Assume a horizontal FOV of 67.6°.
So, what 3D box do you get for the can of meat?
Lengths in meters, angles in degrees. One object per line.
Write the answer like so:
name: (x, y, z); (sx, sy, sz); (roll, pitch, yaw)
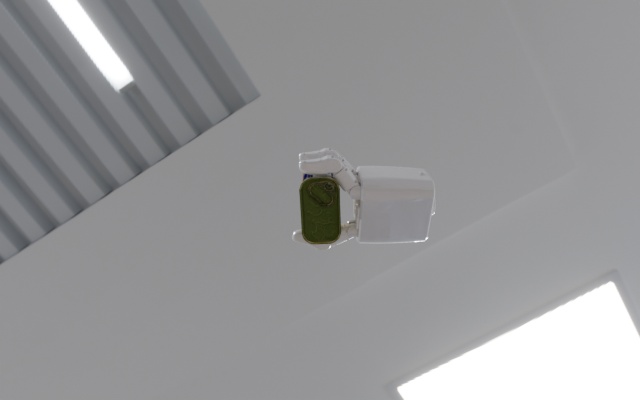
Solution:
can of meat: (0.000, 0.002, 0.718); (0.057, 0.102, 0.084); (-2, 20, 1)
